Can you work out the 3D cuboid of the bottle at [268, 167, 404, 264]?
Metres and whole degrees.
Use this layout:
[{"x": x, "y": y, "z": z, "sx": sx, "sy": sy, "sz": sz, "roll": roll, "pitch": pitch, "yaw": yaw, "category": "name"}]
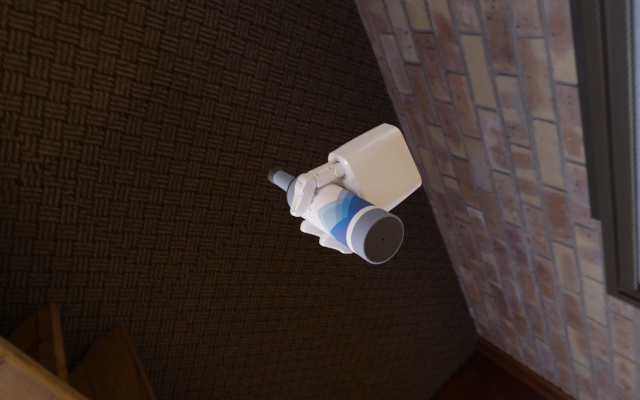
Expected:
[{"x": 0.000, "y": 0.002, "z": 0.708, "sx": 0.069, "sy": 0.069, "sz": 0.295, "roll": 0, "pitch": 18, "yaw": -34, "category": "bottle"}]
